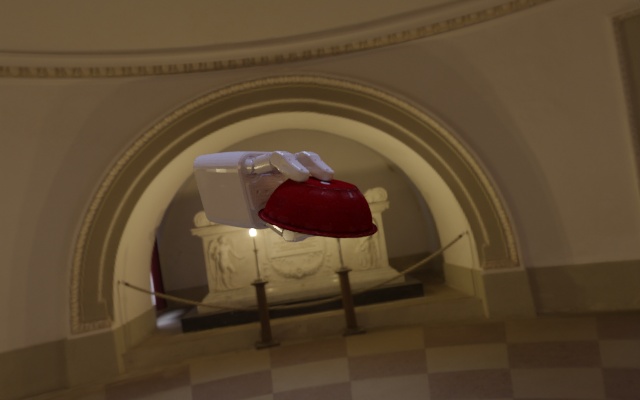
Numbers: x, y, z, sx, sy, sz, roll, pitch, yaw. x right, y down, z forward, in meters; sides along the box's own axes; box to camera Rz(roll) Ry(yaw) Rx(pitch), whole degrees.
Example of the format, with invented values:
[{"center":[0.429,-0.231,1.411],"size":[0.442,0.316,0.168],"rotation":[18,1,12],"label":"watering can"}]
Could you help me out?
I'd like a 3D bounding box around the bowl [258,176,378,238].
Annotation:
[{"center":[0.001,0.002,0.636],"size":[0.162,0.055,0.162],"rotation":[8,11,-2],"label":"bowl"}]
